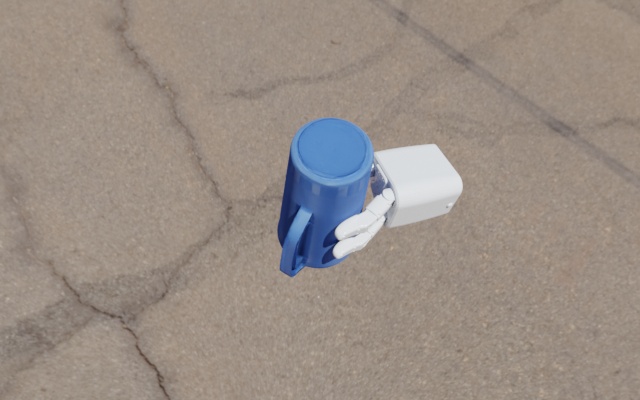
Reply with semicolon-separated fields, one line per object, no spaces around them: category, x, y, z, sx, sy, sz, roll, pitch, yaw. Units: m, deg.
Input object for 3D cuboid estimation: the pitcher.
pitcher;0.000;0.002;0.697;0.145;0.149;0.243;-10;-29;-11
